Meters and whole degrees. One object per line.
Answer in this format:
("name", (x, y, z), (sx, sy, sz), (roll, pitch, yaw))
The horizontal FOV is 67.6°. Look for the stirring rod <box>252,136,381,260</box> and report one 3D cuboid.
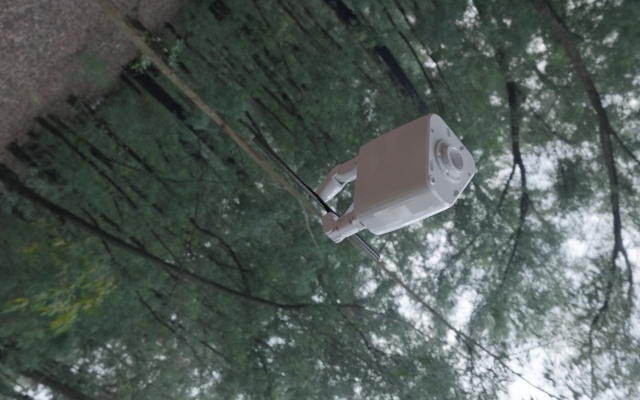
("stirring rod", (0.000, 0.002, 0.627), (0.239, 0.011, 0.011), (44, -19, -21))
